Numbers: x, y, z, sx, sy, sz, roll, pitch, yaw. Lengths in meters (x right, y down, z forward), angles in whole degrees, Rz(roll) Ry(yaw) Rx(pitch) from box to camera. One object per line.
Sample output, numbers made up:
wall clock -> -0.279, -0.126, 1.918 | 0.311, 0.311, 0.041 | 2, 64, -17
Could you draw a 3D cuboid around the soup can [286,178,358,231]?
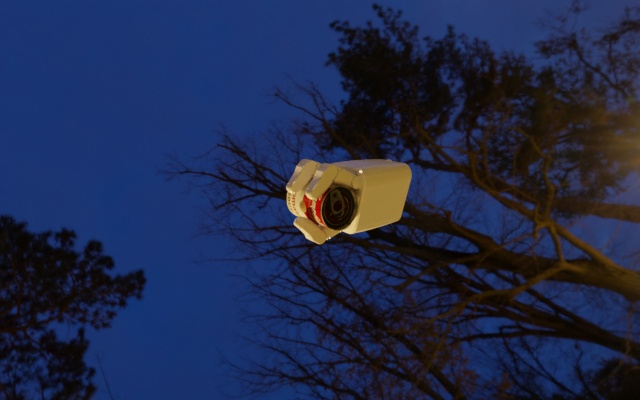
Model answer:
soup can -> 0.000, 0.003, 0.742 | 0.068, 0.068, 0.102 | 0, 10, -36
